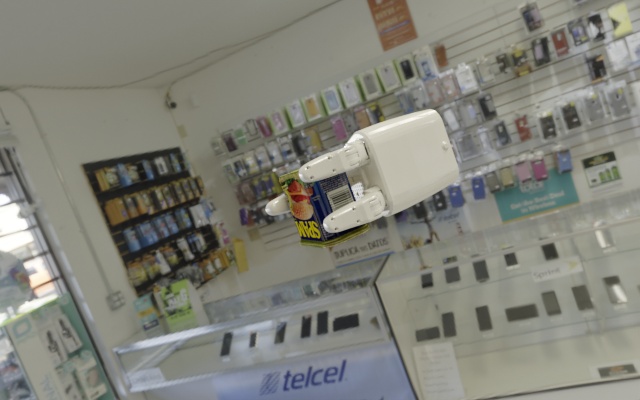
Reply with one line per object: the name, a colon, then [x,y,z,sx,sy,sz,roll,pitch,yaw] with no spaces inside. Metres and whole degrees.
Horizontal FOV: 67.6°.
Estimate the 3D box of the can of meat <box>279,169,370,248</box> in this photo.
can of meat: [0.000,0.001,0.523,0.057,0.084,0.102,-22,6,-20]
